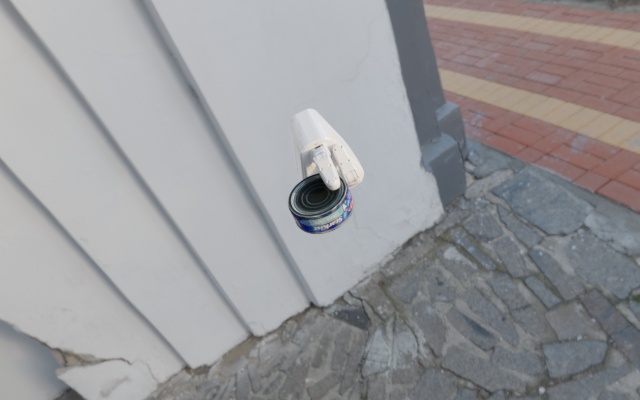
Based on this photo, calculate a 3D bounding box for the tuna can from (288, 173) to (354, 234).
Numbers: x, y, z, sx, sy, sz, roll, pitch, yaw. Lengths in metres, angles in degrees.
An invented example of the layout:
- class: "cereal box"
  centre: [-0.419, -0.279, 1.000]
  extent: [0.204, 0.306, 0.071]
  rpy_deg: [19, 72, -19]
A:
- class: "tuna can"
  centre: [0.000, 0.002, 0.645]
  extent: [0.086, 0.086, 0.034]
  rpy_deg: [0, -42, 24]
